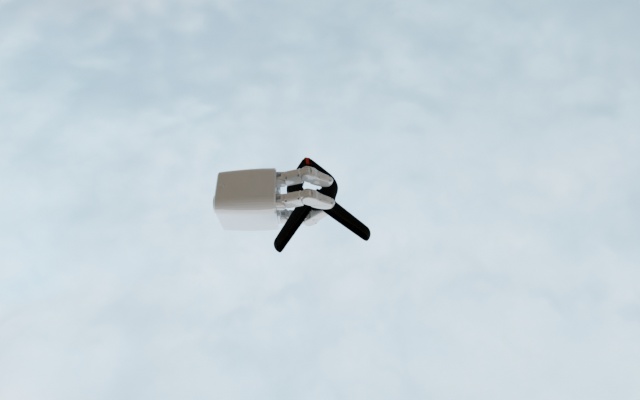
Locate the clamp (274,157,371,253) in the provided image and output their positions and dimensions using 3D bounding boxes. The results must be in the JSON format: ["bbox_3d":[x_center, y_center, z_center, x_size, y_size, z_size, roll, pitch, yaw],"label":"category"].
[{"bbox_3d":[0.000,0.003,0.862,0.164,0.209,0.036,-1,-42,-2],"label":"clamp"}]
